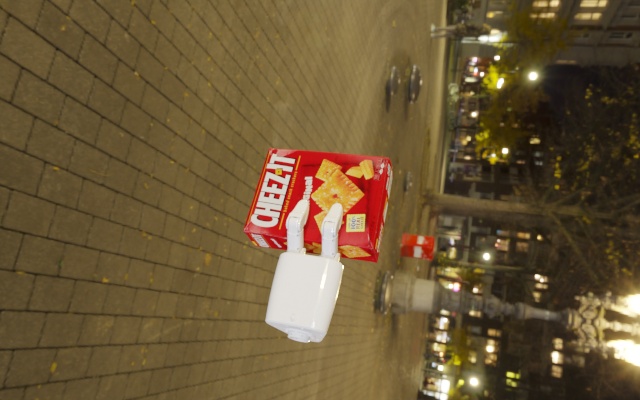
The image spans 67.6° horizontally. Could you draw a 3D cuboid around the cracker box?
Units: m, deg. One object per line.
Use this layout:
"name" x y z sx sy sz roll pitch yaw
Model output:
"cracker box" 0.000 0.003 0.784 0.213 0.164 0.072 7 -26 16
